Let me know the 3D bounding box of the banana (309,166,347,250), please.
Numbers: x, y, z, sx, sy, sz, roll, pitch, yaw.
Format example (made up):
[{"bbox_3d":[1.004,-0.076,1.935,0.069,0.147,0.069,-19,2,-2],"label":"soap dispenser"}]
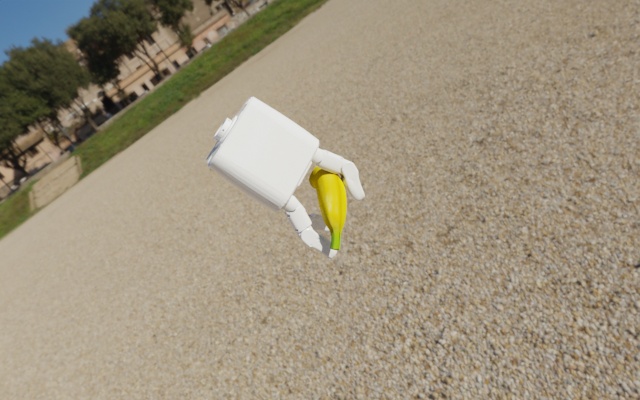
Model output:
[{"bbox_3d":[0.007,-0.012,0.670,0.037,0.070,0.197,14,25,-14],"label":"banana"}]
